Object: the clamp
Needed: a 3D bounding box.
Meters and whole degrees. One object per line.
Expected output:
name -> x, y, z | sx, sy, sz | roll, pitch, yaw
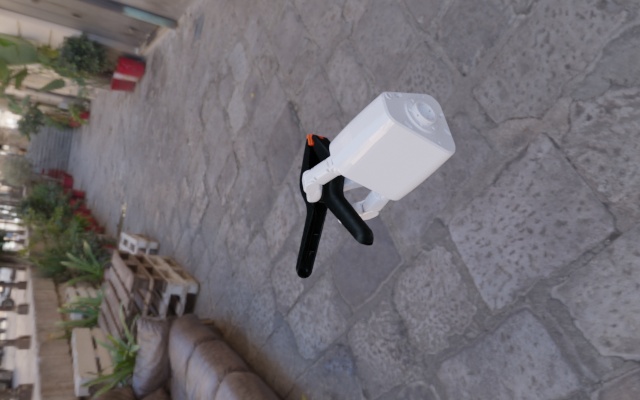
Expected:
clamp -> -0.001, 0.002, 0.694 | 0.036, 0.209, 0.165 | 10, -35, -34
